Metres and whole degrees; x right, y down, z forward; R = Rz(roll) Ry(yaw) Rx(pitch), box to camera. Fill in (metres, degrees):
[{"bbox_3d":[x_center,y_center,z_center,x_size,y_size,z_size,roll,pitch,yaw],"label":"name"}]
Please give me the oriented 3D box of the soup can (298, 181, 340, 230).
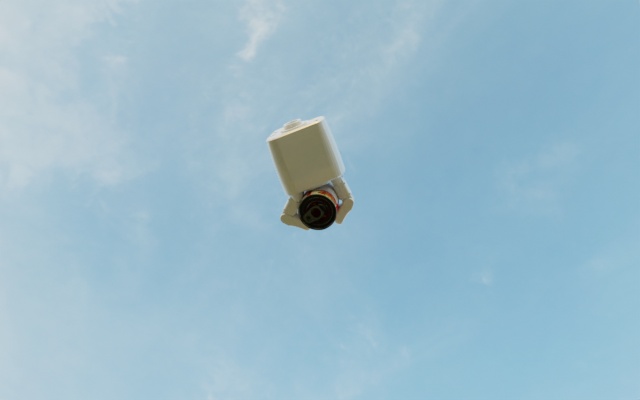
[{"bbox_3d":[0.000,0.003,0.870,0.068,0.068,0.102,0,21,7],"label":"soup can"}]
